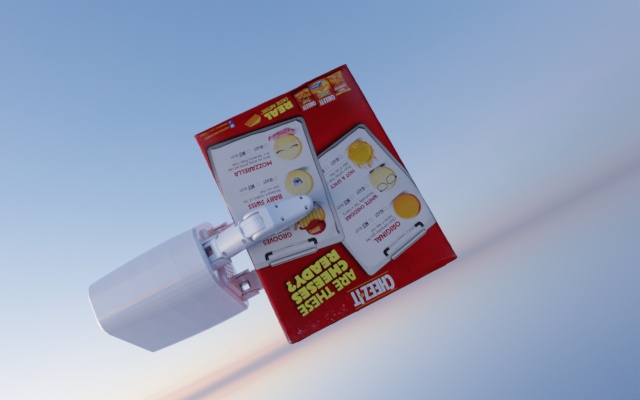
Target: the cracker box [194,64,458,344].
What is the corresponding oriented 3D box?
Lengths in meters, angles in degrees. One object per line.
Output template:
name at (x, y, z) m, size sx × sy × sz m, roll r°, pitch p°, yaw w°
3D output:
cracker box at (0.000, 0.001, 0.458) m, size 0.164 × 0.213 × 0.072 m, roll -26°, pitch -14°, yaw -4°
